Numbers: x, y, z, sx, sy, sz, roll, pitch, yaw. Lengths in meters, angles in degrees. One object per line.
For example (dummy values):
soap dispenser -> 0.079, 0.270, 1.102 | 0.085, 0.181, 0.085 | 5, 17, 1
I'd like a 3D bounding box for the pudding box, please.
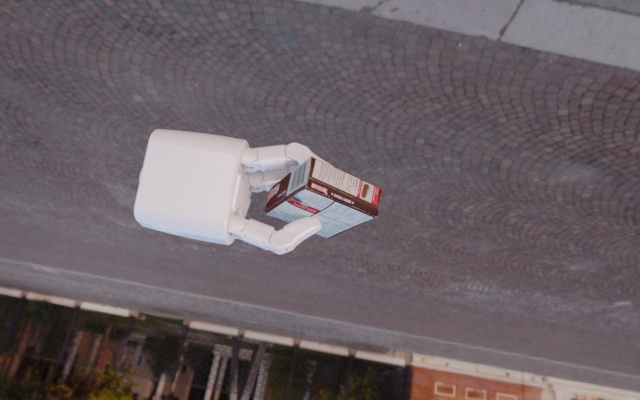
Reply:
pudding box -> 0.000, 0.002, 0.531 | 0.090, 0.039, 0.113 | 22, -24, -22
